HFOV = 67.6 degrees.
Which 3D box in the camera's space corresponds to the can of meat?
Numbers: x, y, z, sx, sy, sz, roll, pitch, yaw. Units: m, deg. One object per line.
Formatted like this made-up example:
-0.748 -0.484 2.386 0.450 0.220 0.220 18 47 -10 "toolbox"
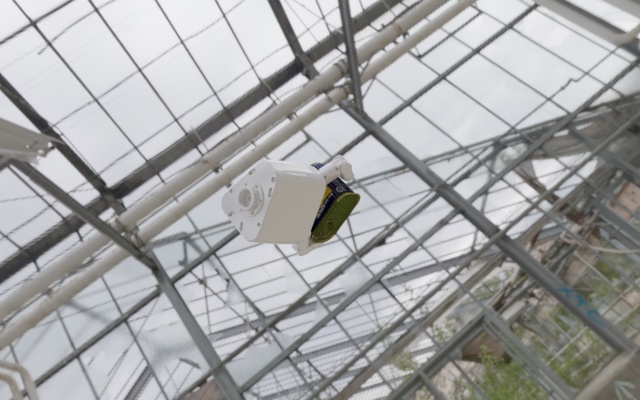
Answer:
0.000 0.002 0.759 0.057 0.102 0.084 2 38 -53 "can of meat"
